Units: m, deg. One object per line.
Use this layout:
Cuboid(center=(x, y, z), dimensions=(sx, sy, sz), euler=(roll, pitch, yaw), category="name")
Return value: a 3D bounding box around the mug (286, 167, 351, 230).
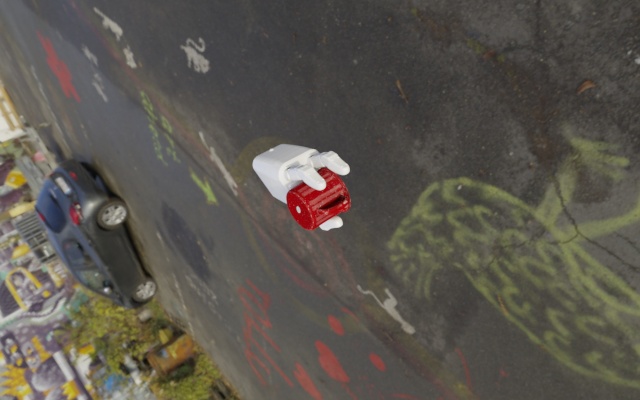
Cuboid(center=(0.001, 0.003, 0.838), dimensions=(0.081, 0.093, 0.117), euler=(-32, 30, -26), category="mug")
